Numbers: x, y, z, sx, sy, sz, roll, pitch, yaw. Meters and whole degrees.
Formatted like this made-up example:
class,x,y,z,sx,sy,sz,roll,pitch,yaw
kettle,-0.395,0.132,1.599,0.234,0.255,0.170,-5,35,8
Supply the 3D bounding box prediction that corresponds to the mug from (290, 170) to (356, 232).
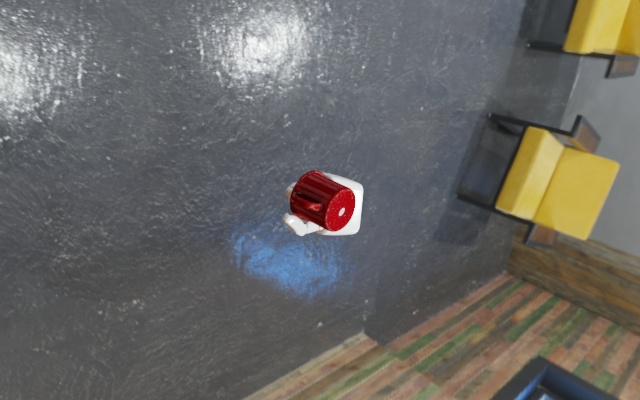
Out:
class,x,y,z,sx,sy,sz,roll,pitch,yaw
mug,-0.001,0.003,0.817,0.081,0.093,0.117,26,12,37
